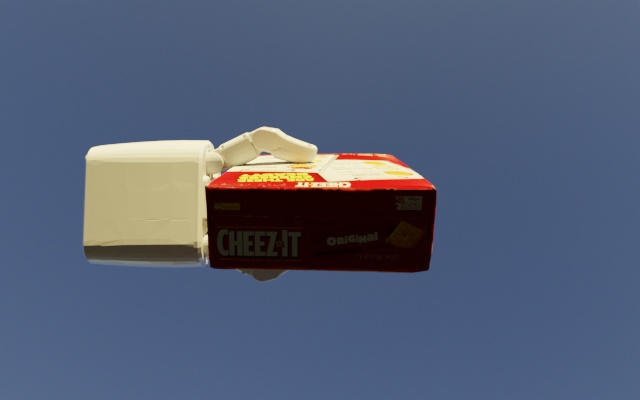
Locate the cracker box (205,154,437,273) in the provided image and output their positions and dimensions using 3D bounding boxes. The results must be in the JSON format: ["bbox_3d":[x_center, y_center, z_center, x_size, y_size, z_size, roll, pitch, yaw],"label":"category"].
[{"bbox_3d":[0.000,0.001,0.441,0.164,0.072,0.213,0,12,0],"label":"cracker box"}]
